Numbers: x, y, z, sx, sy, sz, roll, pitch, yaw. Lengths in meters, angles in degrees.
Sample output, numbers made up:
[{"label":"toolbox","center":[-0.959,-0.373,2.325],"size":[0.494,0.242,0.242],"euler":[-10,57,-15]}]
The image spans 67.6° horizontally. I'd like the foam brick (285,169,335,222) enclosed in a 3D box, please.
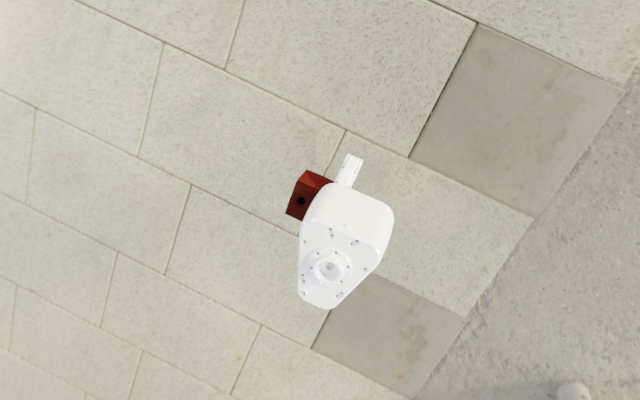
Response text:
[{"label":"foam brick","center":[0.000,0.002,0.641],"size":[0.078,0.053,0.051],"euler":[24,26,5]}]
